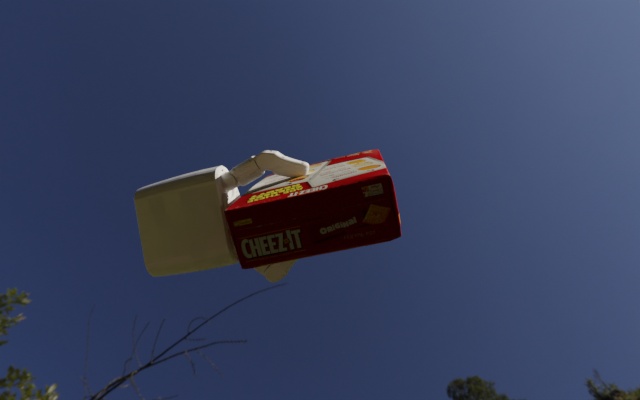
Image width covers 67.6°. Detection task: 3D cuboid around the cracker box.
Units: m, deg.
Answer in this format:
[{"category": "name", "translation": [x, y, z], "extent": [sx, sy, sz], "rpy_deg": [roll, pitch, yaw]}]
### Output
[{"category": "cracker box", "translation": [0.000, 0.002, 0.555], "extent": [0.164, 0.072, 0.213], "rpy_deg": [-13, 11, 7]}]
